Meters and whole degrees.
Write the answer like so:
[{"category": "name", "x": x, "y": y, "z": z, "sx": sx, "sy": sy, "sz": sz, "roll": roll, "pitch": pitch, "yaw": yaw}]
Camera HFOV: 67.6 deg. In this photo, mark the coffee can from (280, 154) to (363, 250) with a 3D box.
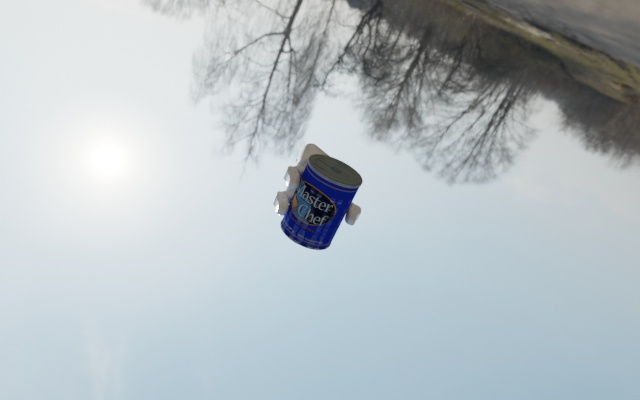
[{"category": "coffee can", "x": 0.000, "y": 0.003, "z": 0.856, "sx": 0.103, "sy": 0.140, "sz": 0.102, "roll": 21, "pitch": 25, "yaw": -10}]
